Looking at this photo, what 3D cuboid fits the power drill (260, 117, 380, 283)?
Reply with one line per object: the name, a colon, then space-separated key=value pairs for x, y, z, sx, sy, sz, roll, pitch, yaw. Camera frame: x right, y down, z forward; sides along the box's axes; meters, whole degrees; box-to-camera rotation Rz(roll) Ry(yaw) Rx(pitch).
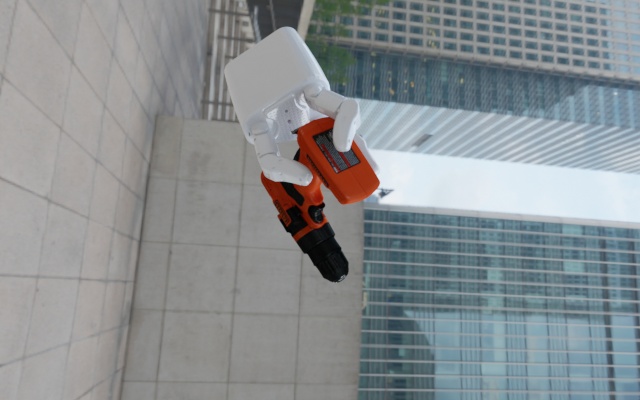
power drill: x=0.000 y=0.001 z=0.582 sx=0.057 sy=0.184 sz=0.188 roll=-29 pitch=-11 yaw=-30
